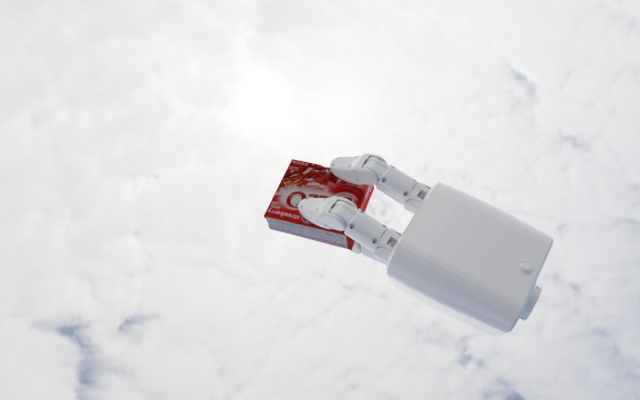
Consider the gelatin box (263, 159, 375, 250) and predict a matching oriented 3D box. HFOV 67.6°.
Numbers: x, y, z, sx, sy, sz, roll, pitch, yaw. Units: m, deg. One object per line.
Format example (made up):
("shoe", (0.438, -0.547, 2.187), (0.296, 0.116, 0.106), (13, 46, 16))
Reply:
("gelatin box", (0.000, 0.002, 0.467), (0.089, 0.073, 0.030), (13, -32, 18))
